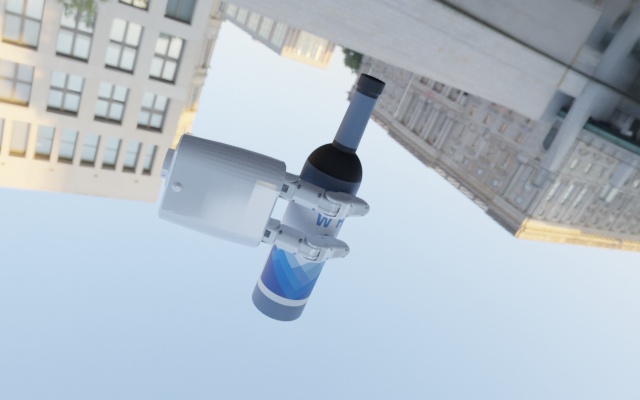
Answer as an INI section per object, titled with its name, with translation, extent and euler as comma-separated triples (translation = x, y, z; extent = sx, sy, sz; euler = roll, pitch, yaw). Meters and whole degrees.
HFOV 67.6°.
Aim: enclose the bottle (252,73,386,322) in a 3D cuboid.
[bottle]
translation = 0.000, 0.002, 0.538
extent = 0.069, 0.296, 0.069
euler = 20, 22, -8
